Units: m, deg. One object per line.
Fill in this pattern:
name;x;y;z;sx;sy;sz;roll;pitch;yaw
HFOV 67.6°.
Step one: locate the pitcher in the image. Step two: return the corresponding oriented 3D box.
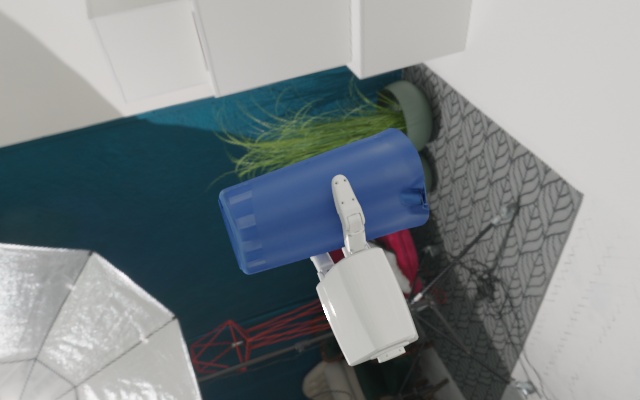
pitcher;0.000;0.002;0.608;0.243;0.145;0.149;-18;-23;-13
